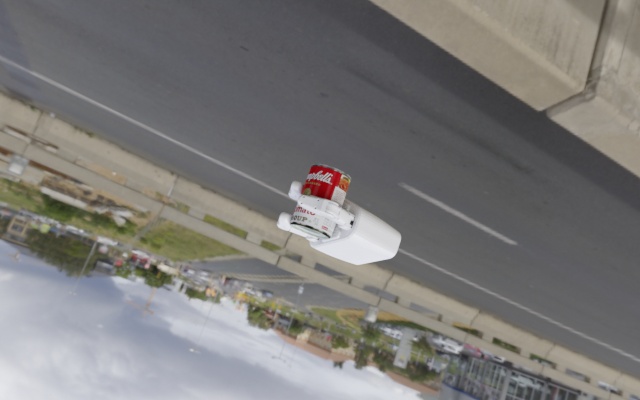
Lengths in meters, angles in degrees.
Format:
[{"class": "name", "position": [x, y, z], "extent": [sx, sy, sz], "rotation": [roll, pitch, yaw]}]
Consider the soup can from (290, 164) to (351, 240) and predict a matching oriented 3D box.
[{"class": "soup can", "position": [0.000, 0.003, 0.749], "extent": [0.068, 0.102, 0.068], "rotation": [19, -12, 4]}]
